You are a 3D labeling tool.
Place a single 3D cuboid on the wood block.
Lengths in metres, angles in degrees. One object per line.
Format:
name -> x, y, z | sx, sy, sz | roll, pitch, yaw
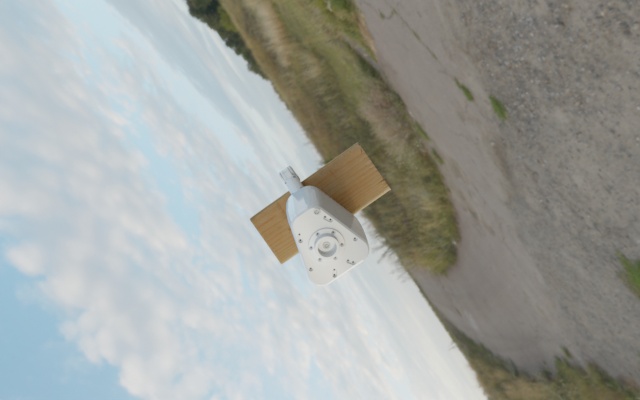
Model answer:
wood block -> 0.000, 0.002, 0.776 | 0.206, 0.091, 0.090 | -35, 3, 4
